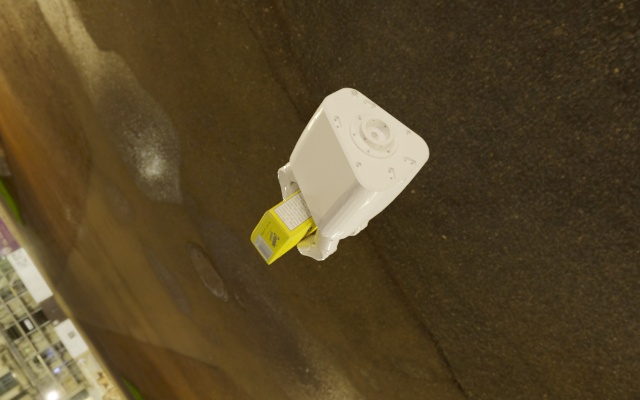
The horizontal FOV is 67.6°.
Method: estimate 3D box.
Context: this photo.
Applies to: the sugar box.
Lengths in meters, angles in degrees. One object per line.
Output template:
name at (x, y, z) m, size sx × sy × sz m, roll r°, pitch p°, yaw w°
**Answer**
sugar box at (0.000, 0.002, 0.590) m, size 0.176 × 0.048 × 0.093 m, roll -33°, pitch -9°, yaw -31°
